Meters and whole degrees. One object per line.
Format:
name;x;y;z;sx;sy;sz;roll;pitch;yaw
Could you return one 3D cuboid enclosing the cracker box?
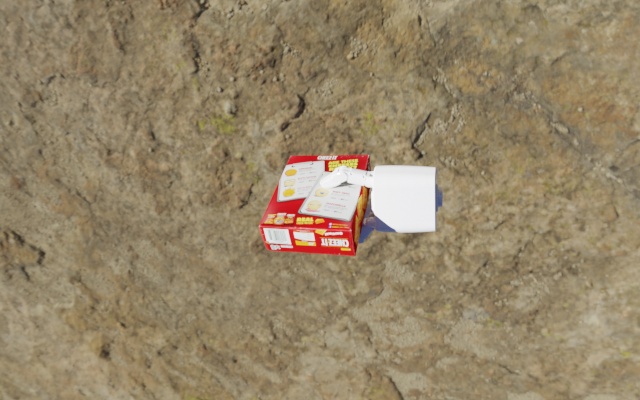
cracker box;0.000;0.003;0.885;0.164;0.072;0.213;1;40;15
